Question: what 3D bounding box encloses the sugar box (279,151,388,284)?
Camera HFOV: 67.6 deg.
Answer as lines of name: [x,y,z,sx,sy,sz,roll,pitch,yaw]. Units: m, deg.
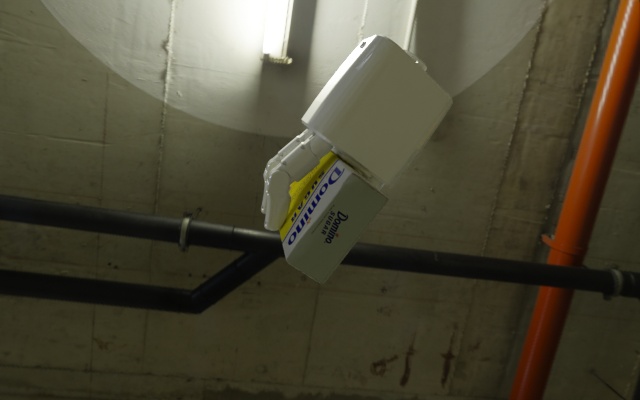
sugar box: [0.000,0.001,0.466,0.048,0.093,0.176,35,6,-14]
